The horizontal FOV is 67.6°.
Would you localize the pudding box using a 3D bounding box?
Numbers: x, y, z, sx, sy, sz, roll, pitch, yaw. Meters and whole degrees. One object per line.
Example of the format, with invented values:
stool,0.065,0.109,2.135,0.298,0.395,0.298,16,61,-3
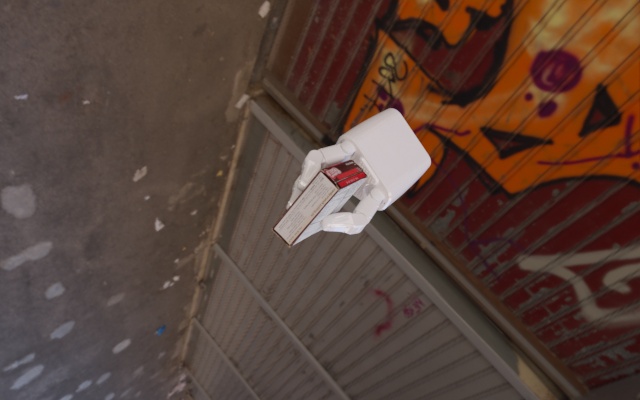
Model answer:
pudding box,0.000,0.002,0.614,0.039,0.113,0.090,45,28,12
